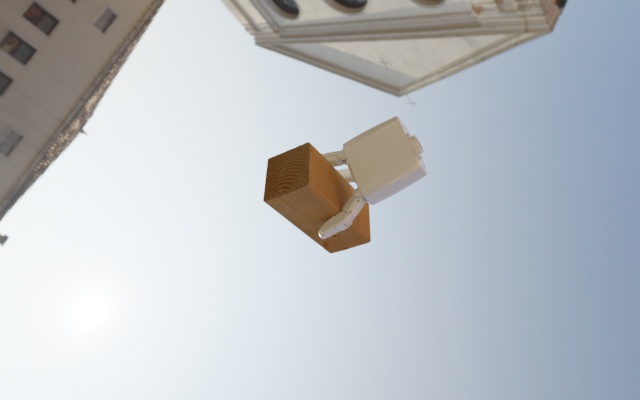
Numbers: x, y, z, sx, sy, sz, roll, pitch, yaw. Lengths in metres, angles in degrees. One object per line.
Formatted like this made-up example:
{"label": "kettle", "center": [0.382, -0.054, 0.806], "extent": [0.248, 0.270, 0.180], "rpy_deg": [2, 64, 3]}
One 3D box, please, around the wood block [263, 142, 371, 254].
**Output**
{"label": "wood block", "center": [0.001, 0.003, 0.836], "extent": [0.090, 0.090, 0.206], "rpy_deg": [-19, -39, 27]}
